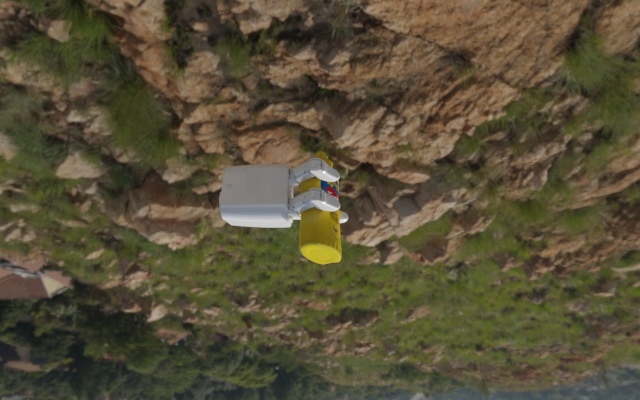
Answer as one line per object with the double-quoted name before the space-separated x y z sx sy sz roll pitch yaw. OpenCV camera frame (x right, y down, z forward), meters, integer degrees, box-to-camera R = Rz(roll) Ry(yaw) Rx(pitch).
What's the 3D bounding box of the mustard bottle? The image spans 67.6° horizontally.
"mustard bottle" 0.000 0.003 0.797 0.058 0.191 0.096 -13 -30 22
